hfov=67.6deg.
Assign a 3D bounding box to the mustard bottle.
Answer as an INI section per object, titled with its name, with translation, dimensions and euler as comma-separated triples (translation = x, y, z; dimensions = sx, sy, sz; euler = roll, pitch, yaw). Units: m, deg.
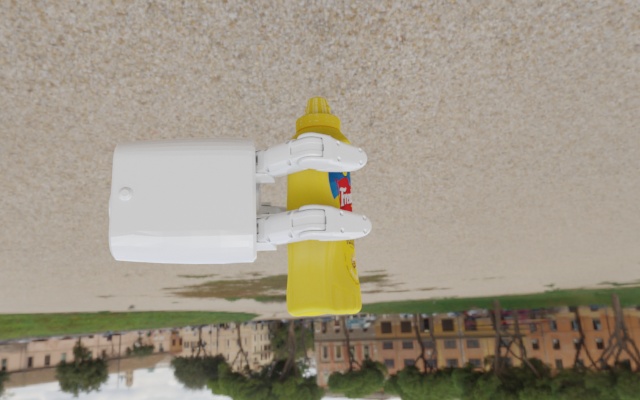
[mustard bottle]
translation = 0.000, 0.002, 0.415
dimensions = 0.058, 0.191, 0.096
euler = -7, -14, 16
